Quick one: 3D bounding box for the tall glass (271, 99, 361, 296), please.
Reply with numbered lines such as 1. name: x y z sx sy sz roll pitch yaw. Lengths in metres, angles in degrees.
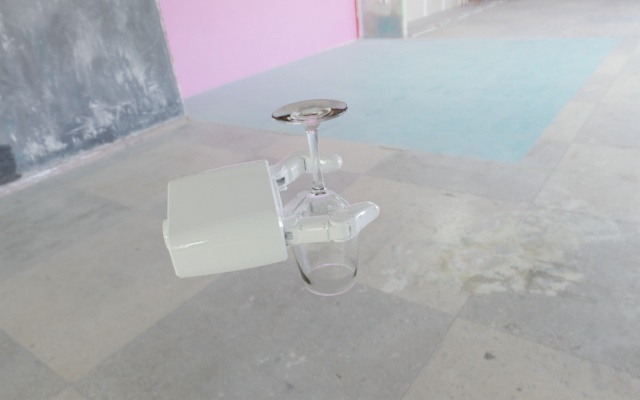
1. tall glass: 0.000 0.001 0.502 0.079 0.201 0.079 -6 27 3
